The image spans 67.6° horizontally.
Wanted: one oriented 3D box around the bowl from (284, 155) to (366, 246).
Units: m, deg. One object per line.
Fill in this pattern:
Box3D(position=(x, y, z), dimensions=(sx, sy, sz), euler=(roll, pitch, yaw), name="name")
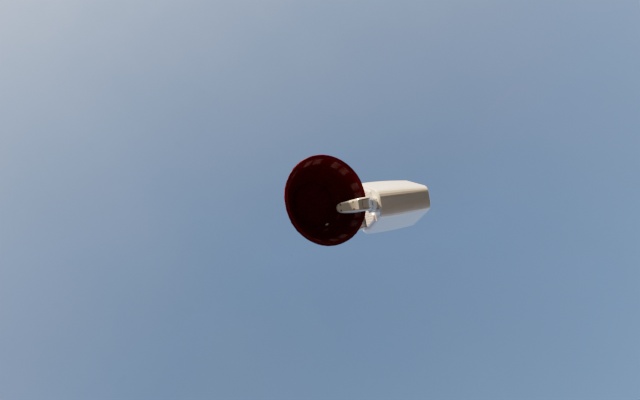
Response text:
Box3D(position=(-0.001, 0.003, 0.852), dimensions=(0.162, 0.162, 0.055), euler=(0, -9, -28), name="bowl")
